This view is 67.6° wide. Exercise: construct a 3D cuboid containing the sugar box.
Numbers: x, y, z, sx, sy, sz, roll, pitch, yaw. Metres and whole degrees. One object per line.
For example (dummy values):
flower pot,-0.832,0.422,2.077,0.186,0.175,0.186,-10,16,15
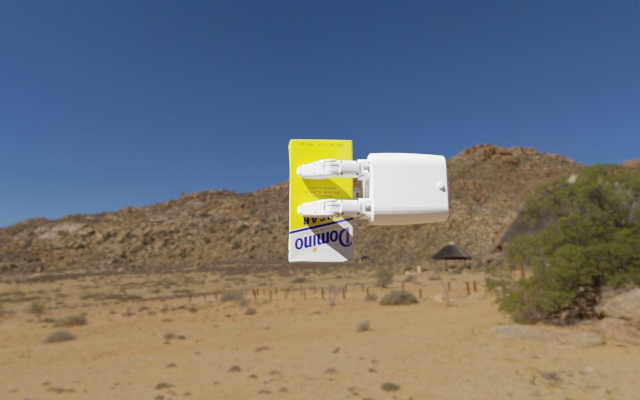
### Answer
sugar box,0.000,0.002,0.692,0.093,0.176,0.048,0,-10,-4
